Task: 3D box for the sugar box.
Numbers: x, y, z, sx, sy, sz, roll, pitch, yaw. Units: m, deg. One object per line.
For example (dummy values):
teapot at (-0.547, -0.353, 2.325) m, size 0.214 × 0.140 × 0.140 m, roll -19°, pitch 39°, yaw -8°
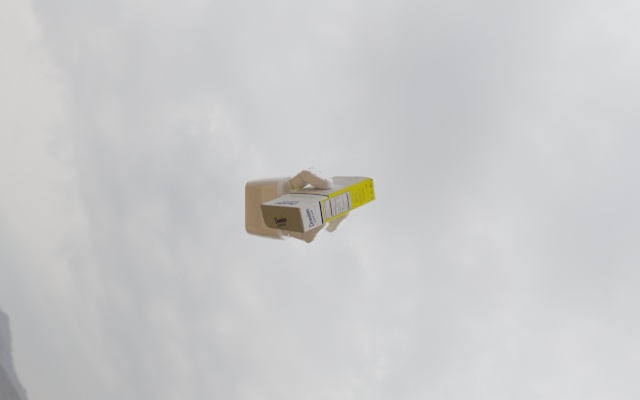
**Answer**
sugar box at (0.000, 0.003, 0.776) m, size 0.093 × 0.048 × 0.176 m, roll 5°, pitch 22°, yaw 45°
